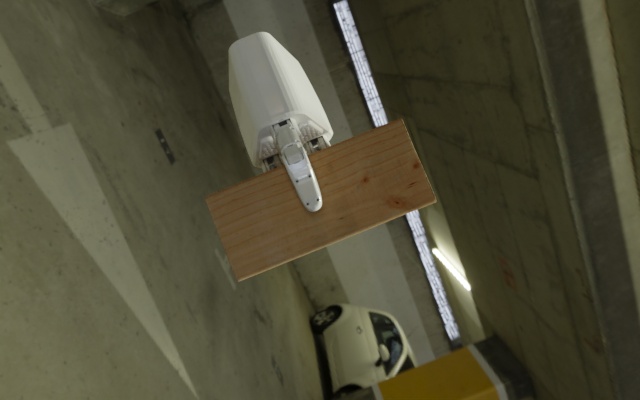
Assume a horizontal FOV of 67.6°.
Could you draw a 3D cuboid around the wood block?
[{"bbox_3d":[0.000,0.001,0.499,0.206,0.090,0.091,-22,-4,0],"label":"wood block"}]
